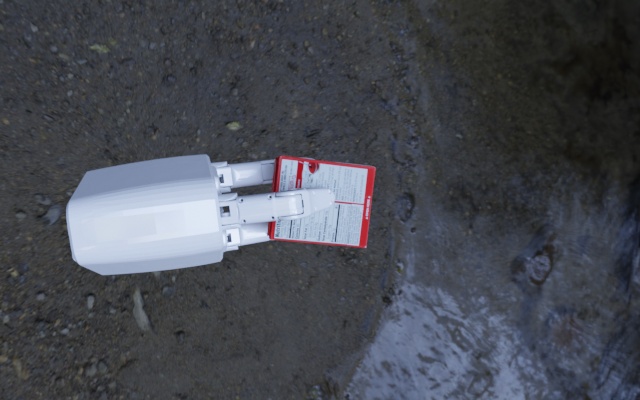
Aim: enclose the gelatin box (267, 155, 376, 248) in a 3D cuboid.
[{"bbox_3d":[0.000,0.001,0.425,0.089,0.073,0.030,6,1,-10],"label":"gelatin box"}]
